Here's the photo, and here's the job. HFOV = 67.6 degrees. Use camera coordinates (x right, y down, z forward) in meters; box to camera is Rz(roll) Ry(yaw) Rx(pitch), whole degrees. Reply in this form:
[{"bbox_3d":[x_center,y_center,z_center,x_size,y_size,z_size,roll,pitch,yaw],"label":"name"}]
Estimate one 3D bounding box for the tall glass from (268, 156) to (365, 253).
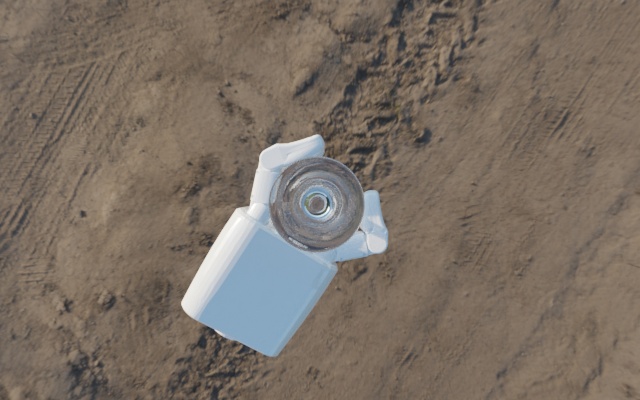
[{"bbox_3d":[0.000,0.001,0.464,0.079,0.079,0.201,0,1,2],"label":"tall glass"}]
